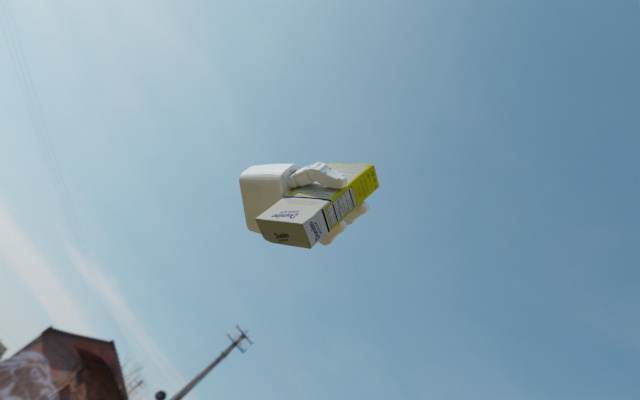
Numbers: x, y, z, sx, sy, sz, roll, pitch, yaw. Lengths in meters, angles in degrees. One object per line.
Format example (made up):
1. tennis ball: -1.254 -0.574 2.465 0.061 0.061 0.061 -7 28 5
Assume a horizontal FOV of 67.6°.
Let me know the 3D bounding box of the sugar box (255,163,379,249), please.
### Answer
1. sugar box: 0.000 0.003 0.693 0.093 0.048 0.176 5 35 41
